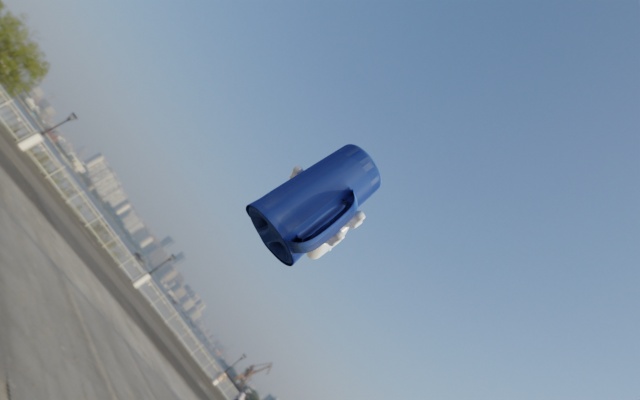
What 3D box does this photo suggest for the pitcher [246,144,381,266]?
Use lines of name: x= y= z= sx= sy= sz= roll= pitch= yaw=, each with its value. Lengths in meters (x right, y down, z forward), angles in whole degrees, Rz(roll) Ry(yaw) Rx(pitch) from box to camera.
pitcher: x=0.000 y=0.003 z=0.874 sx=0.242 sy=0.149 sz=0.145 roll=-37 pitch=-15 yaw=-21
